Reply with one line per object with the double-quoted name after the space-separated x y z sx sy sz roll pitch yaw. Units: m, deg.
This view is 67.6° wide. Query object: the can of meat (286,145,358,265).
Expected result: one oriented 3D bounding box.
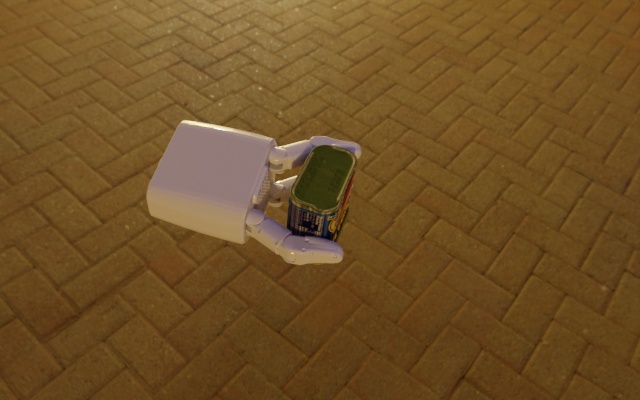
0.000 0.002 0.510 0.057 0.084 0.102 17 47 8 "can of meat"
